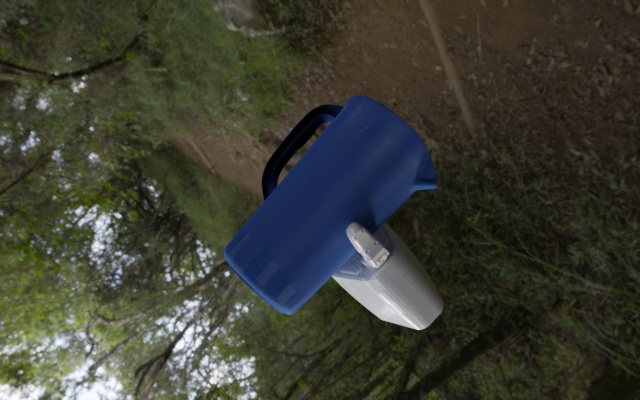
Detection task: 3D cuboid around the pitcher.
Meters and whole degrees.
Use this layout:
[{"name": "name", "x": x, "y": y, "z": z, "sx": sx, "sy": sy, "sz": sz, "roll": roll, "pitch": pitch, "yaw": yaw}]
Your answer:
[{"name": "pitcher", "x": 0.000, "y": 0.002, "z": 0.556, "sx": 0.145, "sy": 0.243, "sz": 0.149, "roll": 45, "pitch": -8, "yaw": -18}]
